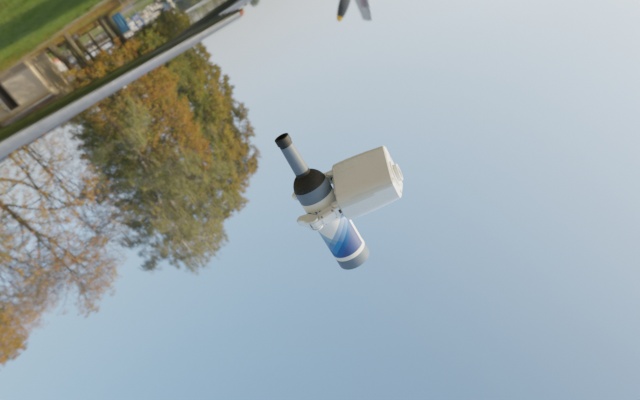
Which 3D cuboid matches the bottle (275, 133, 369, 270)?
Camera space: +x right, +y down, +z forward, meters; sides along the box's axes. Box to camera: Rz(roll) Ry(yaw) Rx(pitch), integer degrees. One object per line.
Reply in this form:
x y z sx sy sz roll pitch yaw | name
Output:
0.000 0.003 0.889 0.069 0.296 0.069 -24 28 14 | bottle
